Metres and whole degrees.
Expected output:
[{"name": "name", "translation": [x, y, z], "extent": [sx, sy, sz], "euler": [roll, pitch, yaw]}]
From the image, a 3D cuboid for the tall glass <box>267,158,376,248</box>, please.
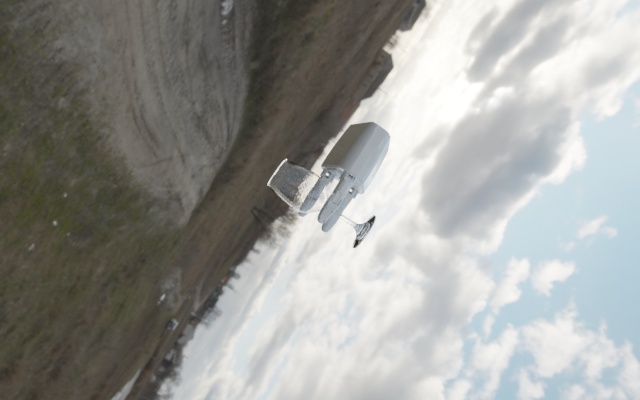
[{"name": "tall glass", "translation": [0.001, 0.003, 0.883], "extent": [0.201, 0.079, 0.079], "euler": [34, -4, -5]}]
